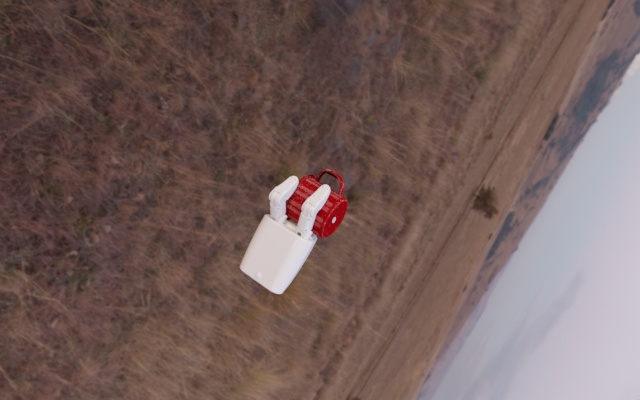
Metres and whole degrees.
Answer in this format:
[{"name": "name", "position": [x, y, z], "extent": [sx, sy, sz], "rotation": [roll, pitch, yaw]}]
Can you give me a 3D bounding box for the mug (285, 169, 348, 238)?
[{"name": "mug", "position": [0.001, 0.002, 0.837], "extent": [0.081, 0.117, 0.093], "rotation": [31, 6, 21]}]
